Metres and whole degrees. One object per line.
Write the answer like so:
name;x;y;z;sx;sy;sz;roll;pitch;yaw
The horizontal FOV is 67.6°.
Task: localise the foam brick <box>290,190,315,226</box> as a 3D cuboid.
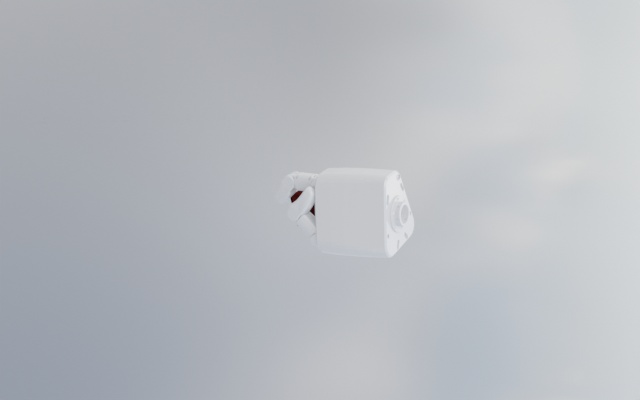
foam brick;0.000;0.002;0.728;0.051;0.053;0.078;1;24;35
